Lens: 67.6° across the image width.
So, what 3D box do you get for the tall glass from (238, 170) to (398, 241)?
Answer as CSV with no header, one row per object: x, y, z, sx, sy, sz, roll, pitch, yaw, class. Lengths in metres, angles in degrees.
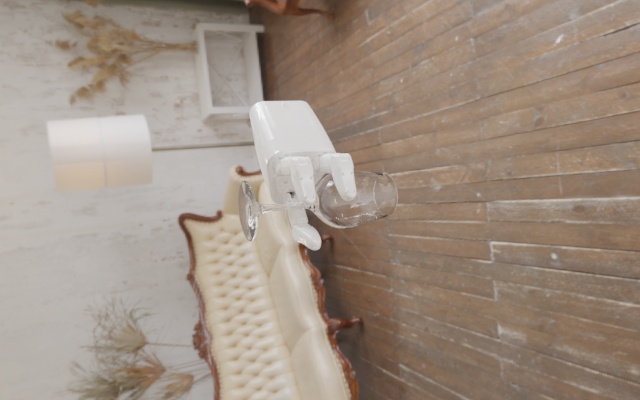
0.000,0.002,0.619,0.201,0.079,0.079,-6,3,-25,tall glass
